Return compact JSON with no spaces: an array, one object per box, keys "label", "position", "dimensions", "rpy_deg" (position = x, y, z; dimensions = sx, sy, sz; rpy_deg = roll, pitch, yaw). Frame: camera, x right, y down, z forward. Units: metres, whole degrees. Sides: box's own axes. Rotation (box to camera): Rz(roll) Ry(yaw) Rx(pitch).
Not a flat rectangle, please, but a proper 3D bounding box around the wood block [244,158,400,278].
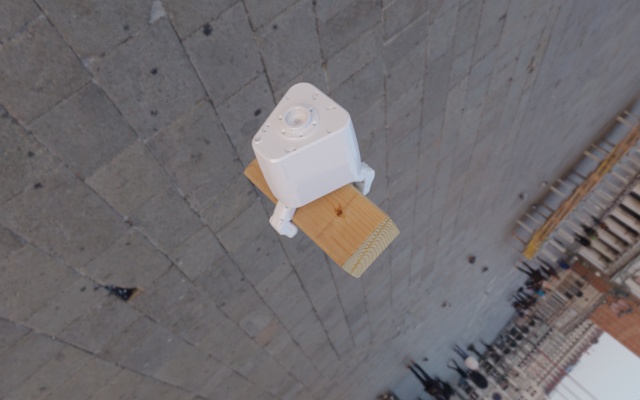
[{"label":"wood block","position":[0.000,0.002,0.677],"dimensions":[0.206,0.091,0.090],"rpy_deg":[42,-1,26]}]
